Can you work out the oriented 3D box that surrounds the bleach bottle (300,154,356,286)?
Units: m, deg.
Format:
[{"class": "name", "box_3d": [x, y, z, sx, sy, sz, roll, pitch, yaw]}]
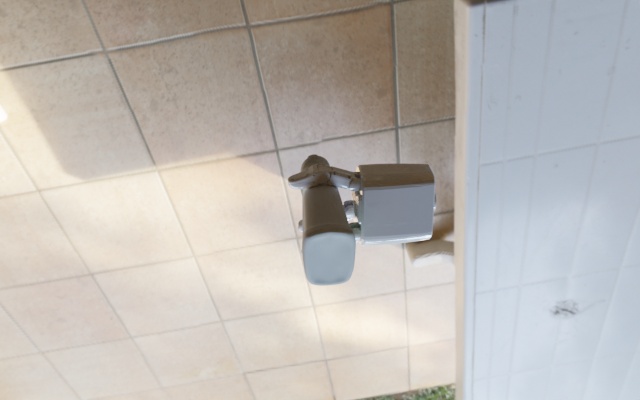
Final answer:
[{"class": "bleach bottle", "box_3d": [0.000, 0.002, 0.703, 0.068, 0.103, 0.250, -3, 37, -4]}]
